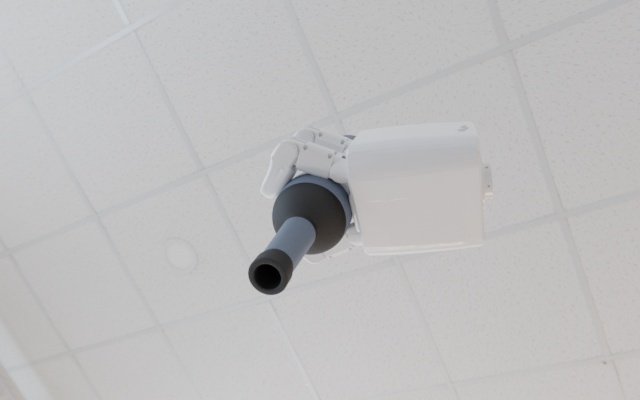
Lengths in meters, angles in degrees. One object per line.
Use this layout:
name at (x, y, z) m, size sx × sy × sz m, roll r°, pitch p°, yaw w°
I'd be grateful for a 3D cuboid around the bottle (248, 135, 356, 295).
bottle at (0.000, 0.001, 0.443) m, size 0.069 × 0.069 × 0.295 m, roll 0°, pitch 19°, yaw 14°
